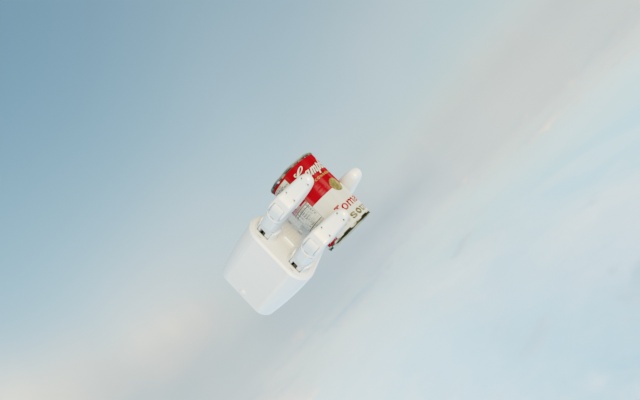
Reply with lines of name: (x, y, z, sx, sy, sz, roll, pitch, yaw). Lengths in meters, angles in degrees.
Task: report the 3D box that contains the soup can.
soup can: (0.001, 0.002, 0.566, 0.068, 0.102, 0.068, -44, -7, -7)
